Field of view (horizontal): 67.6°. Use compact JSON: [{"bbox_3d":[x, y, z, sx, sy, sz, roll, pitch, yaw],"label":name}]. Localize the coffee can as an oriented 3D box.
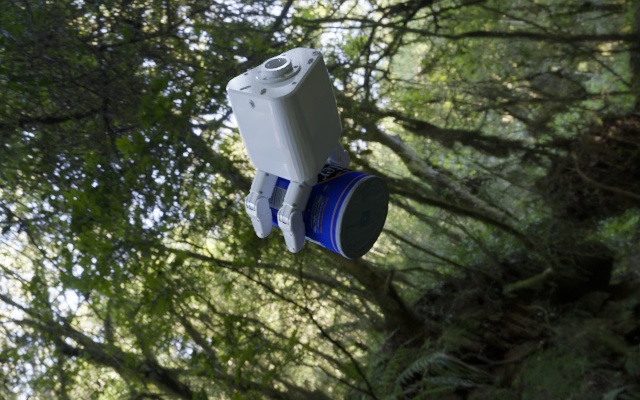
[{"bbox_3d":[0.000,0.002,0.601,0.140,0.103,0.103,20,11,35],"label":"coffee can"}]
